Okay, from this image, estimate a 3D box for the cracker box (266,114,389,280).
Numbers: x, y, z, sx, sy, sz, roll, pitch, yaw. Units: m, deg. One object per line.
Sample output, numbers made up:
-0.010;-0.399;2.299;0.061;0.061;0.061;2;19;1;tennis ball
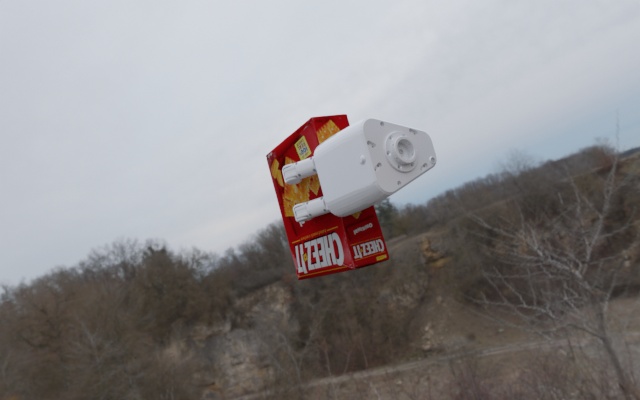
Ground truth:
0.000;0.002;0.711;0.072;0.213;0.164;-11;-8;-32;cracker box
